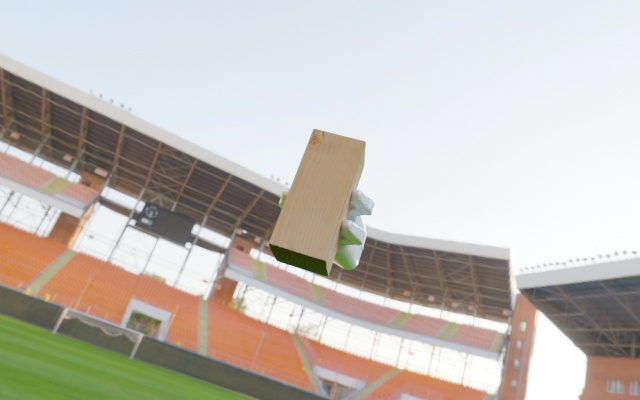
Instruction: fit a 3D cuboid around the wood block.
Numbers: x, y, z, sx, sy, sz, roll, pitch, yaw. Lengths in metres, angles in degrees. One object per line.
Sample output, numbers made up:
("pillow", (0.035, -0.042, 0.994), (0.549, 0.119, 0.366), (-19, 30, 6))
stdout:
("wood block", (0.000, 0.002, 0.761), (0.091, 0.206, 0.090), (15, -23, 10))
